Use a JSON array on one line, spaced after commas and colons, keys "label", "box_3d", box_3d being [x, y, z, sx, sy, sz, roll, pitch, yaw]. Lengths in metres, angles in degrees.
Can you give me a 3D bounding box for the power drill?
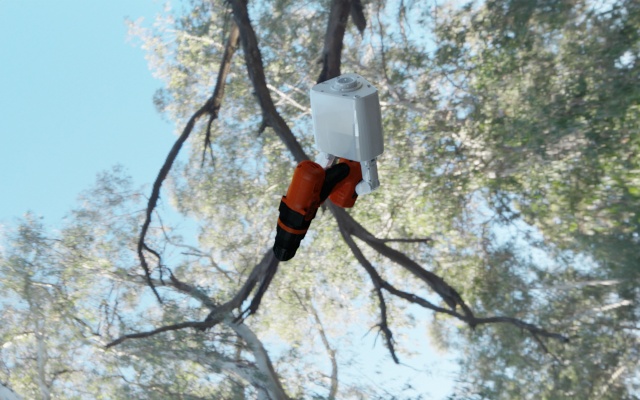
[{"label": "power drill", "box_3d": [0.000, 0.002, 0.800, 0.057, 0.184, 0.187, 34, 34, 19]}]
